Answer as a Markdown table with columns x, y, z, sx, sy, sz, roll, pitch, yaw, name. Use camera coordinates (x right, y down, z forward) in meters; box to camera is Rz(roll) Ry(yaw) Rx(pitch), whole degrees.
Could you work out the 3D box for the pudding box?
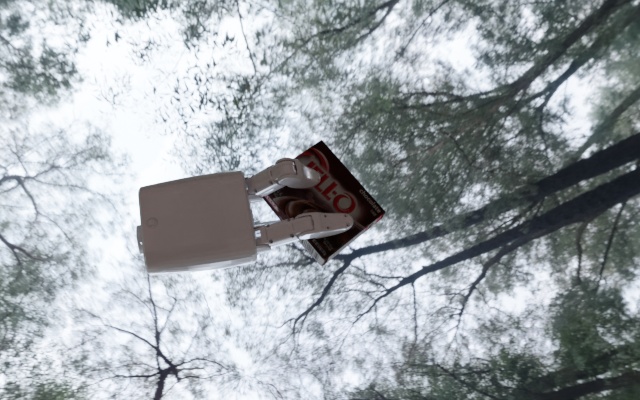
| x | y | z | sx | sy | sz | roll | pitch | yaw | name |
| --- | --- | --- | --- | --- | --- | --- | --- | --- | --- |
| 0.000 | 0.002 | 0.525 | 0.090 | 0.113 | 0.039 | -37 | -10 | -20 | pudding box |
